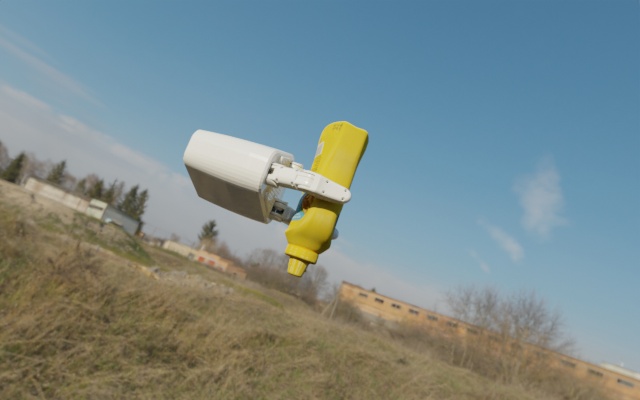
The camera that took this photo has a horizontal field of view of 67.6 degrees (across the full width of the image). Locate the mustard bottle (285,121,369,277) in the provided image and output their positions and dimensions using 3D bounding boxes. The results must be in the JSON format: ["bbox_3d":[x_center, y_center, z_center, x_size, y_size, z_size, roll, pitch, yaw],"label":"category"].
[{"bbox_3d":[0.001,0.002,0.594,0.058,0.191,0.096,23,-12,-13],"label":"mustard bottle"}]
